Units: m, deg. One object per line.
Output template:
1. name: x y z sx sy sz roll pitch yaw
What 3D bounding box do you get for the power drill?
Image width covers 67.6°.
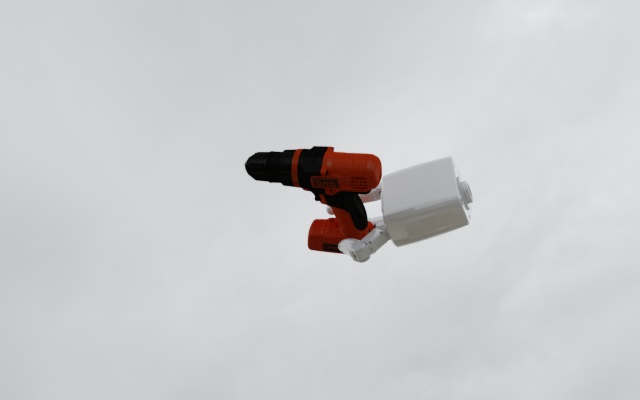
1. power drill: 0.000 0.002 0.672 0.184 0.057 0.188 5 -36 18
